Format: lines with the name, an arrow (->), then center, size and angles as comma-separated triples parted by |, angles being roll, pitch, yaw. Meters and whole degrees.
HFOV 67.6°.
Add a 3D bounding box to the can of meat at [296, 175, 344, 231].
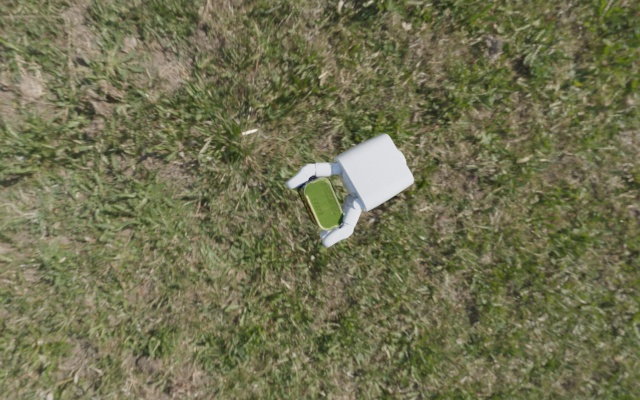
can of meat -> 0.000, 0.003, 0.891 | 0.057, 0.102, 0.084 | -26, 10, -6
